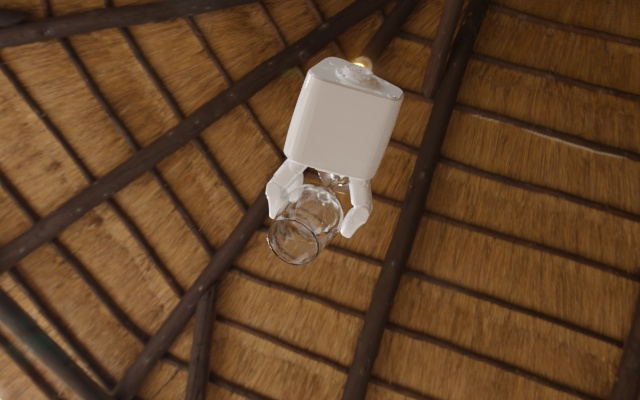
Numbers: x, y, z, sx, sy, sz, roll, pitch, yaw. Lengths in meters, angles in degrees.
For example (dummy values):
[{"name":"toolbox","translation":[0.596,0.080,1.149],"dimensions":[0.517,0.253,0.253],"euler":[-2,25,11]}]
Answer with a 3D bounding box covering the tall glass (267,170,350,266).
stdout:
[{"name":"tall glass","translation":[0.000,0.002,0.616],"dimensions":[0.079,0.079,0.201],"euler":[0,28,21]}]
